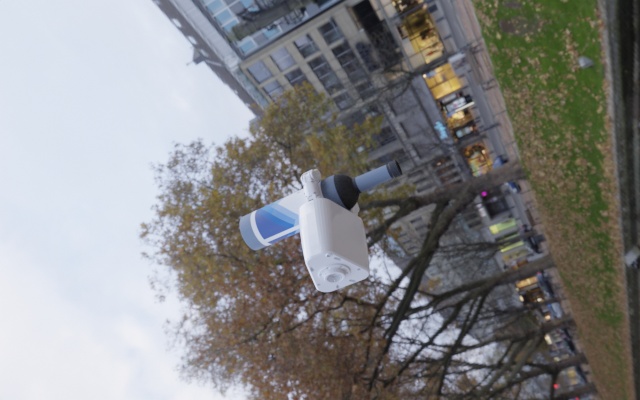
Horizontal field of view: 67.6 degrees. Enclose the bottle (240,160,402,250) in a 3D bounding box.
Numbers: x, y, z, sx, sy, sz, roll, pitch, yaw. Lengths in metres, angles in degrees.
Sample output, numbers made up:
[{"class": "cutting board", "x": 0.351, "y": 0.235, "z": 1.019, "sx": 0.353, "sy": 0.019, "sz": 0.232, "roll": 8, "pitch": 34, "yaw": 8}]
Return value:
[{"class": "bottle", "x": 0.000, "y": 0.003, "z": 0.822, "sx": 0.296, "sy": 0.069, "sz": 0.069, "roll": -24, "pitch": -8, "yaw": 18}]
